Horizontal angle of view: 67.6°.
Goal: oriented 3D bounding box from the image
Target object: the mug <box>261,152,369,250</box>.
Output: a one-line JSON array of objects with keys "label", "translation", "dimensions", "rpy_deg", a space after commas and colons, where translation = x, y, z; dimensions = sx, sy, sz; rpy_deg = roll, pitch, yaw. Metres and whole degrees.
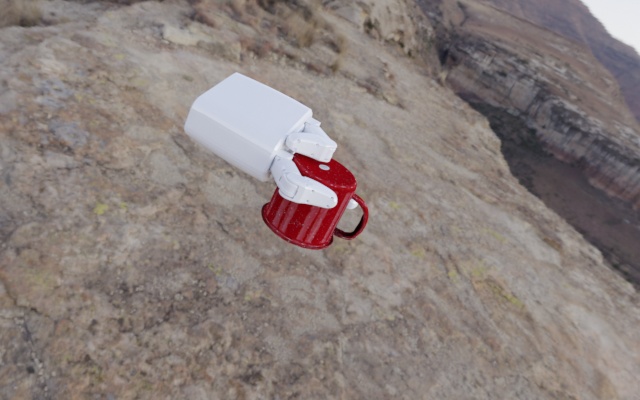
[{"label": "mug", "translation": [0.001, 0.002, 0.547], "dimensions": [0.117, 0.081, 0.093], "rpy_deg": [29, 25, 3]}]
